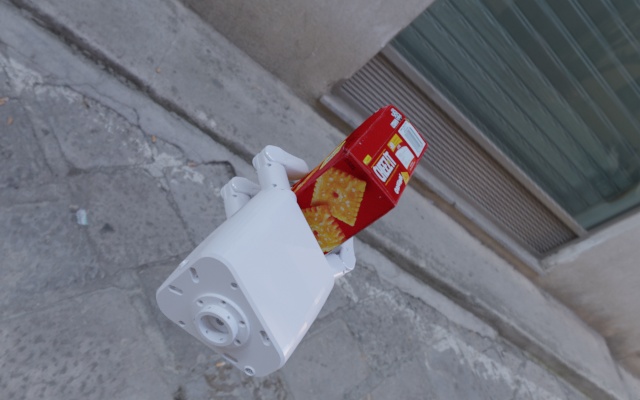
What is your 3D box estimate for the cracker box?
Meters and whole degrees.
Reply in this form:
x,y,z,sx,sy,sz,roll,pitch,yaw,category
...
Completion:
x,y,z,sx,sy,sz,roll,pitch,yaw,category
0.000,0.002,0.513,0.214,0.072,0.164,-37,7,33,cracker box
